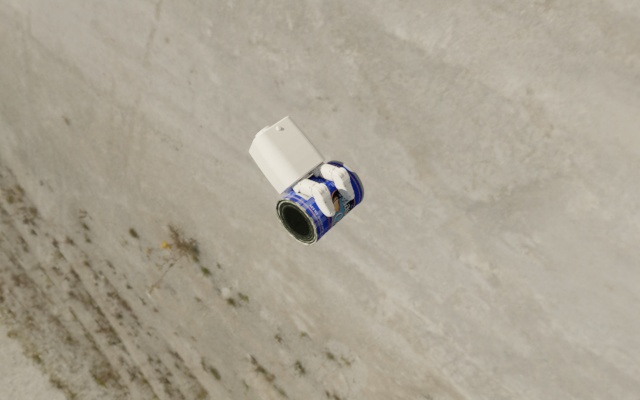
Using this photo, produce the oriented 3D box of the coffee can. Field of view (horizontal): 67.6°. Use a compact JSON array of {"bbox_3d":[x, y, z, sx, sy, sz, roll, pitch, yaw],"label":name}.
[{"bbox_3d":[0.000,0.003,0.898,0.140,0.103,0.103,-40,24,-33],"label":"coffee can"}]
